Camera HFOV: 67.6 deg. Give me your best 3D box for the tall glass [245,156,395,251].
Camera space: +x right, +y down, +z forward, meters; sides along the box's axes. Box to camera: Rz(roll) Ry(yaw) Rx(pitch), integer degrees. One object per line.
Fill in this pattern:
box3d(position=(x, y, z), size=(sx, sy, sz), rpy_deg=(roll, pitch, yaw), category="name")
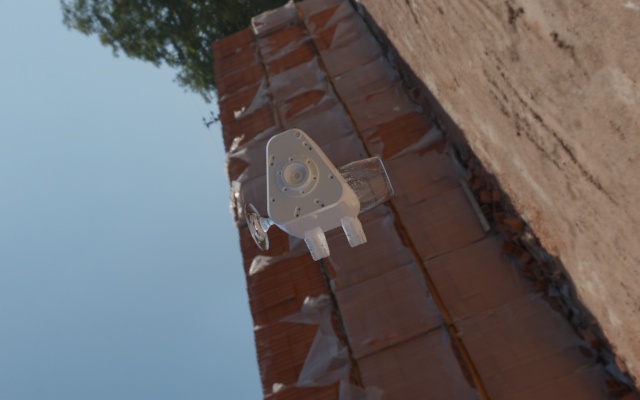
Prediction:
box3d(position=(-0.001, 0.002, 0.672), size=(0.201, 0.079, 0.079), rpy_deg=(-21, -3, 7), category="tall glass")
